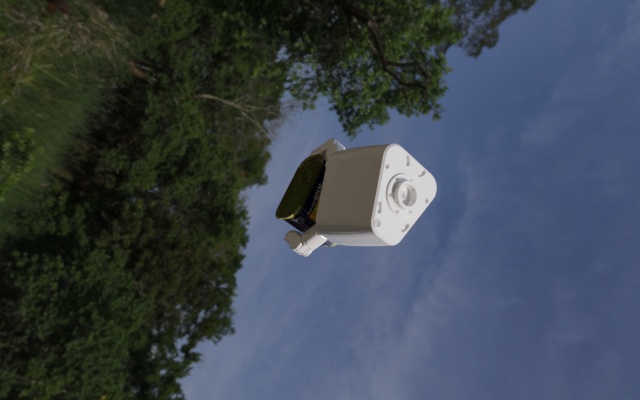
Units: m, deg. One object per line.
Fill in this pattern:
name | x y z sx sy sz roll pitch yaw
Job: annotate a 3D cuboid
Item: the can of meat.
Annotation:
can of meat | 0.000 0.002 0.656 0.084 0.102 0.057 37 -24 -27
